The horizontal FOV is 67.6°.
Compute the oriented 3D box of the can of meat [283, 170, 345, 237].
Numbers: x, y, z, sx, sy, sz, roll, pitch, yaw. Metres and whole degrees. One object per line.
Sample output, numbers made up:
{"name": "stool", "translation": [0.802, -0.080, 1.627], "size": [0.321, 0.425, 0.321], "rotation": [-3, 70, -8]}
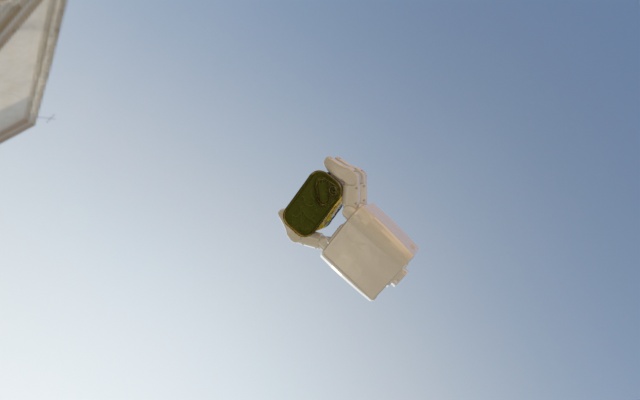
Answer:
{"name": "can of meat", "translation": [0.000, 0.002, 0.740], "size": [0.057, 0.102, 0.084], "rotation": [40, 15, 12]}
